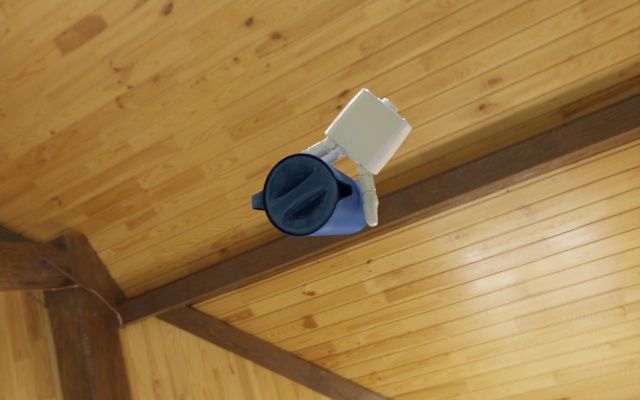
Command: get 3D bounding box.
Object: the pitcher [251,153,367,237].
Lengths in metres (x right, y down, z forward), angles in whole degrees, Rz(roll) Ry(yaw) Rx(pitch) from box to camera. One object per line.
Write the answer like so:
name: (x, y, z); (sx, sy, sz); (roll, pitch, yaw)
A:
pitcher: (0.000, 0.003, 0.859); (0.149, 0.145, 0.243); (40, 10, 22)
